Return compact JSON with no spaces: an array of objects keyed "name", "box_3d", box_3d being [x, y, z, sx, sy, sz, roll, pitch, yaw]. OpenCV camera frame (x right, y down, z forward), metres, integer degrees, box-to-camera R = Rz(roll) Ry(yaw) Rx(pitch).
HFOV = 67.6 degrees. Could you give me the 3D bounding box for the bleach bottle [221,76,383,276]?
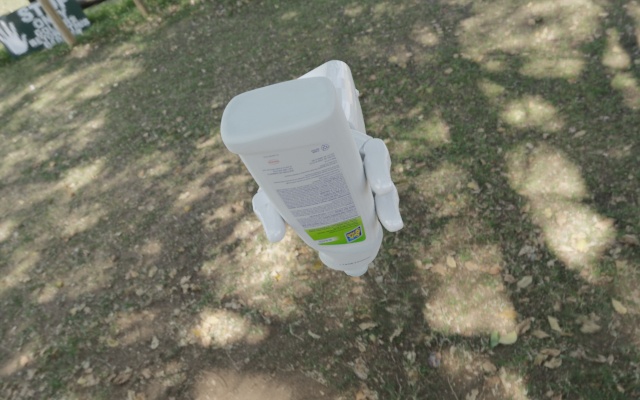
[{"name":"bleach bottle","box_3d":[0.000,0.002,0.474,0.102,0.068,0.251,-11,-41,11]}]
